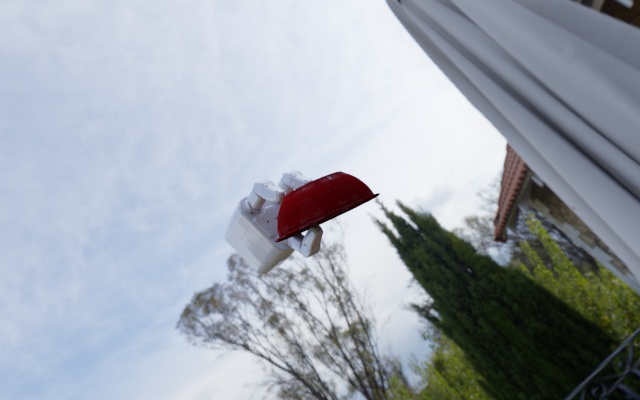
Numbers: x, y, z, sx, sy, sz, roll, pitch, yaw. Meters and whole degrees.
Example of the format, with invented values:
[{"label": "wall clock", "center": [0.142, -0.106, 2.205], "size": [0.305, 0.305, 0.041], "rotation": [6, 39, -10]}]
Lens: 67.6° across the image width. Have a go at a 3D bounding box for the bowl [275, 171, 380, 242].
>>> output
[{"label": "bowl", "center": [0.001, 0.001, 0.675], "size": [0.162, 0.055, 0.162], "rotation": [-24, -4, -2]}]
